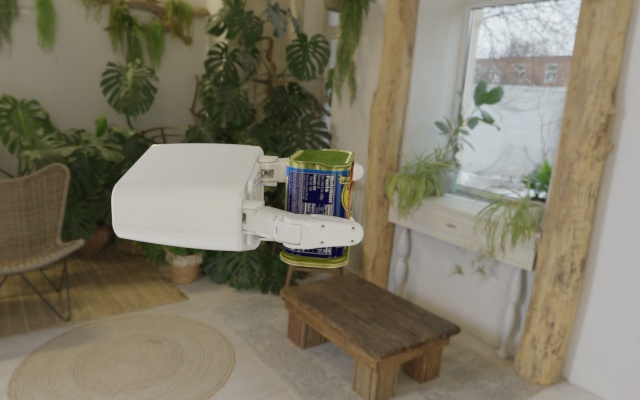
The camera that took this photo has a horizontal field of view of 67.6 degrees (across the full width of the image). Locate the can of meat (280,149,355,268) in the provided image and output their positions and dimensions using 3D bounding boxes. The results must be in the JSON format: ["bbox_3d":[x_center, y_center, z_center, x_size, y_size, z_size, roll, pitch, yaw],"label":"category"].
[{"bbox_3d":[0.000,0.001,0.418,0.057,0.084,0.102,4,13,6],"label":"can of meat"}]
